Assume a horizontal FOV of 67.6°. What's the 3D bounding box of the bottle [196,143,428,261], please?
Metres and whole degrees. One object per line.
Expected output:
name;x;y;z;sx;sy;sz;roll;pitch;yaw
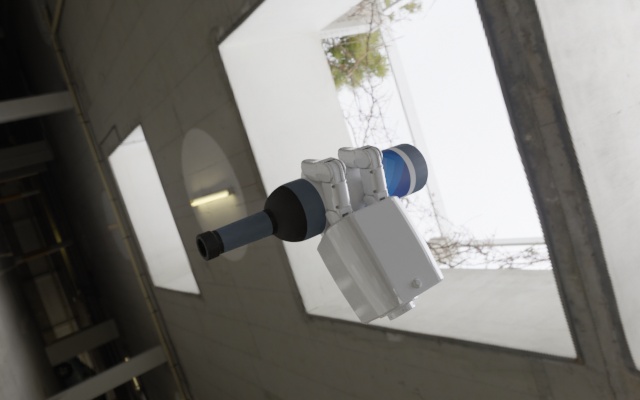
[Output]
bottle;0.000;0.002;0.543;0.295;0.069;0.069;-21;12;-33
